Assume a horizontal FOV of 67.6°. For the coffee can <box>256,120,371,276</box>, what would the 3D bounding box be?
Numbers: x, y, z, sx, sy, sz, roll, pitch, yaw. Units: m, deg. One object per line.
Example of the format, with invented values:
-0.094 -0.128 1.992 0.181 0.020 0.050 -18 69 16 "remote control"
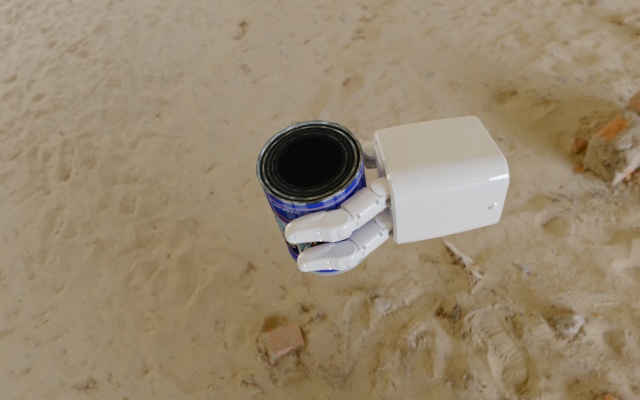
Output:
0.000 0.002 0.502 0.103 0.102 0.140 0 -35 11 "coffee can"
